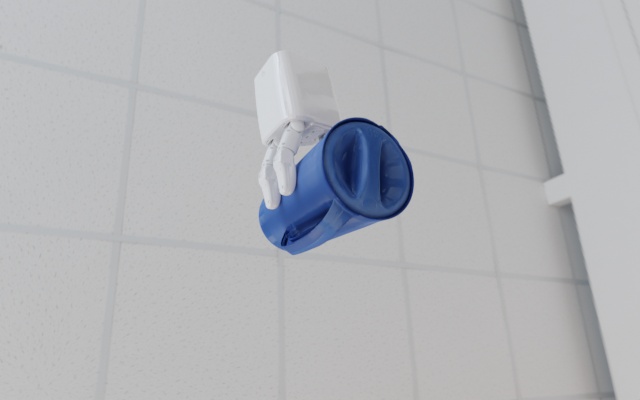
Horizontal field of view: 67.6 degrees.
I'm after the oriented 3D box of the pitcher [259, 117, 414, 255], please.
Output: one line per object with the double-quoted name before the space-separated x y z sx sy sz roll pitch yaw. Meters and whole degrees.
"pitcher" 0.000 0.002 0.662 0.149 0.145 0.243 -5 -16 -32
